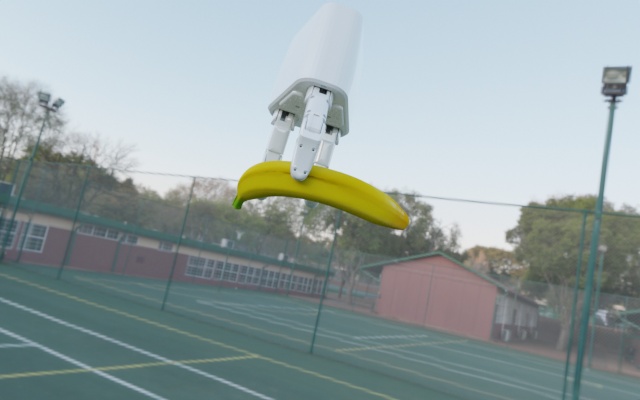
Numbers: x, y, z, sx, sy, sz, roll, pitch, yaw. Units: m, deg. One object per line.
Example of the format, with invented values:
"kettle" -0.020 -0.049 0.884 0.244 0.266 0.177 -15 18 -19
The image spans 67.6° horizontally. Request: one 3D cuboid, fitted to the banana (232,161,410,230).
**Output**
"banana" -0.006 -0.009 0.494 0.198 0.037 0.070 8 -31 16
